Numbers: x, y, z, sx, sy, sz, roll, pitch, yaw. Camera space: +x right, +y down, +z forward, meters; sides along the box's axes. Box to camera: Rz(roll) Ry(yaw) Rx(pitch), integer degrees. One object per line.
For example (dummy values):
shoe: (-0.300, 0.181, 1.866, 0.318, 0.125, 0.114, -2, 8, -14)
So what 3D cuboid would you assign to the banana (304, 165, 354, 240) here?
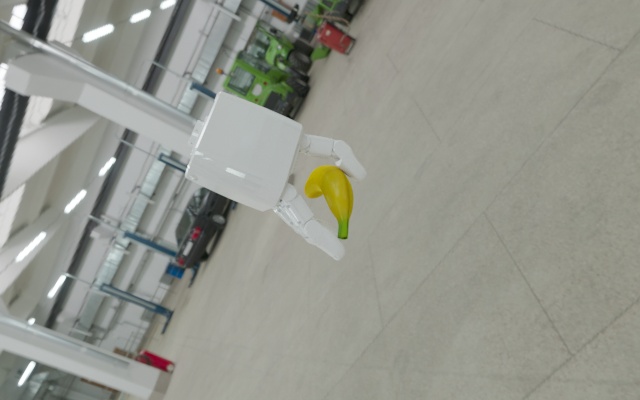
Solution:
banana: (0.007, -0.014, 0.630, 0.037, 0.069, 0.197, 18, 11, -16)
